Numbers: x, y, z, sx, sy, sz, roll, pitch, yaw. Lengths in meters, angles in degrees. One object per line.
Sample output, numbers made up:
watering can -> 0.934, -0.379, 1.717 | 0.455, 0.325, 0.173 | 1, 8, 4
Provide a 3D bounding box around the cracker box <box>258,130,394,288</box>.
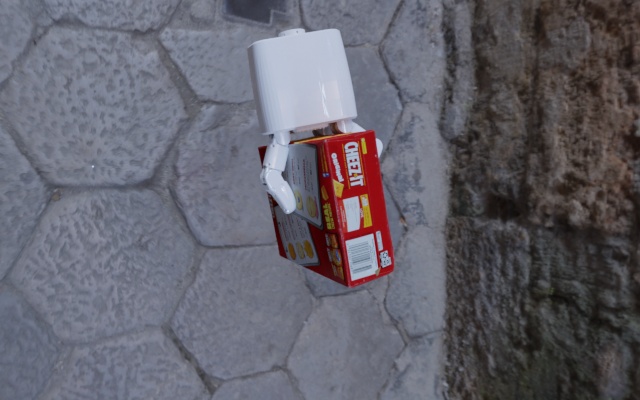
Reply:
cracker box -> 0.000, 0.002, 0.604 | 0.072, 0.164, 0.213 | -14, 10, -24
